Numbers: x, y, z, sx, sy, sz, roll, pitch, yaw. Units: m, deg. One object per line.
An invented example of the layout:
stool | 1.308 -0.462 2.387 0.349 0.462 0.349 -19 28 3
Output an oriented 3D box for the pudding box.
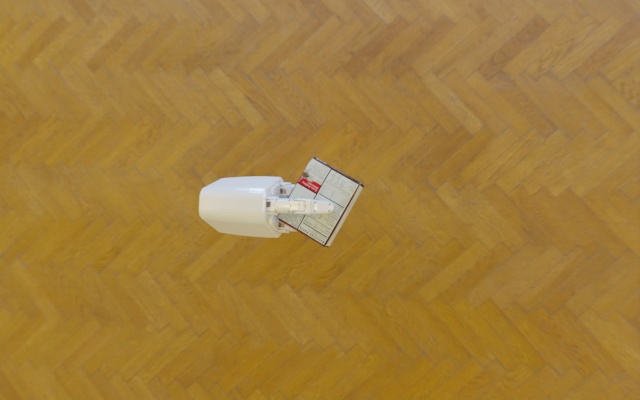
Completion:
pudding box | 0.000 0.002 0.730 0.090 0.113 0.039 31 4 12
